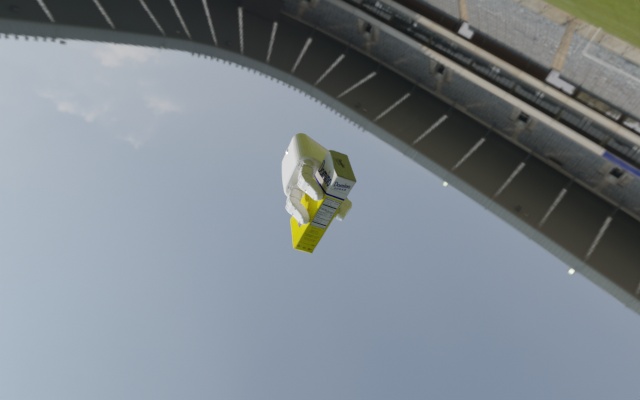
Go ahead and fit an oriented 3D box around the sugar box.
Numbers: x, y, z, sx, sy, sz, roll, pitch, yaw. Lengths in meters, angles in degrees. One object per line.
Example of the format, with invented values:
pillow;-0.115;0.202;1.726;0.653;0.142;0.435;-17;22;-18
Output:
sugar box;0.000;0.003;0.877;0.048;0.176;0.093;16;31;-20
